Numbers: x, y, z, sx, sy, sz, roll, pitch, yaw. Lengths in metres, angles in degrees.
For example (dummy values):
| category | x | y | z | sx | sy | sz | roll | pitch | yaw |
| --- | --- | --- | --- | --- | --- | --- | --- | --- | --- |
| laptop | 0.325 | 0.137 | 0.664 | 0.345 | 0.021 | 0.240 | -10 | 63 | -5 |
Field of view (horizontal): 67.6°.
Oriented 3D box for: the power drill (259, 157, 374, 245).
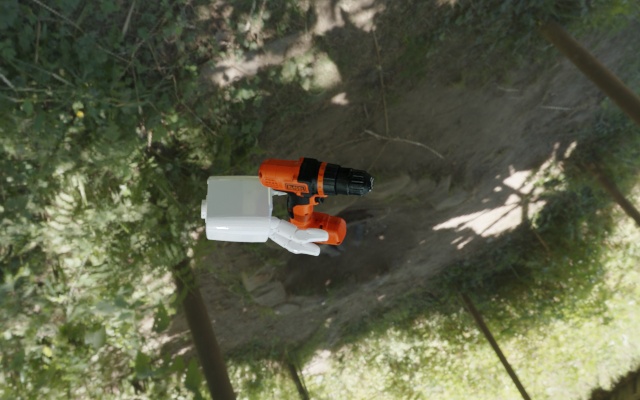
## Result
| category | x | y | z | sx | sy | sz | roll | pitch | yaw |
| --- | --- | --- | --- | --- | --- | --- | --- | --- | --- |
| power drill | 0.000 | 0.003 | 0.808 | 0.184 | 0.057 | 0.188 | 9 | -35 | 14 |
